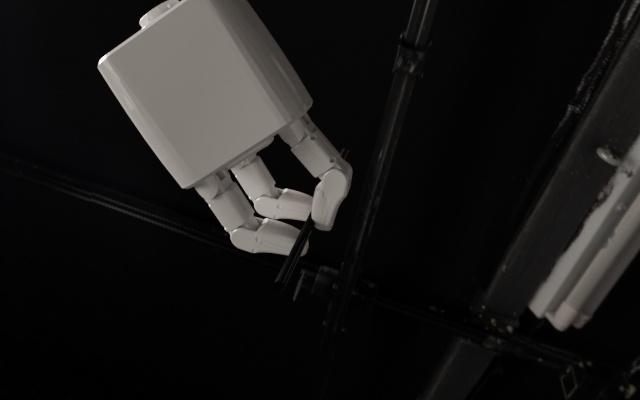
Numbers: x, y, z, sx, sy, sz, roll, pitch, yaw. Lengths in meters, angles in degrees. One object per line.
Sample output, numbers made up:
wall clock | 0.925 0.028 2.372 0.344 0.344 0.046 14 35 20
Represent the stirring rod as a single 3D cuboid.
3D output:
stirring rod | 0.000 0.001 0.416 0.011 0.011 0.239 0 27 15
